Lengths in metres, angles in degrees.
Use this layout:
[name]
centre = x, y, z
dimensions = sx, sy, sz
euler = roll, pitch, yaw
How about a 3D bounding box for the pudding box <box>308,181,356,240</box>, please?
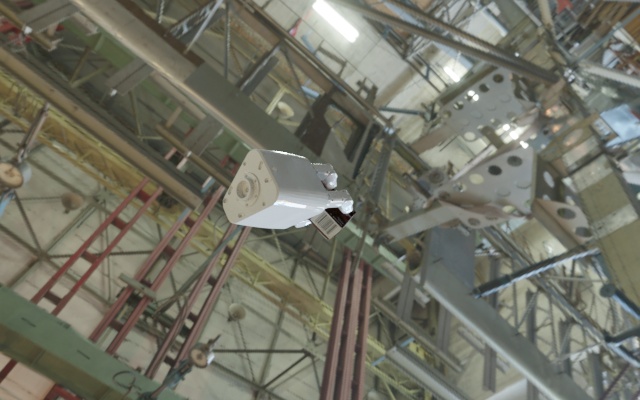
[pudding box]
centre = 0.000, 0.003, 0.794
dimensions = 0.039, 0.113, 0.090
euler = -42, 0, 25
